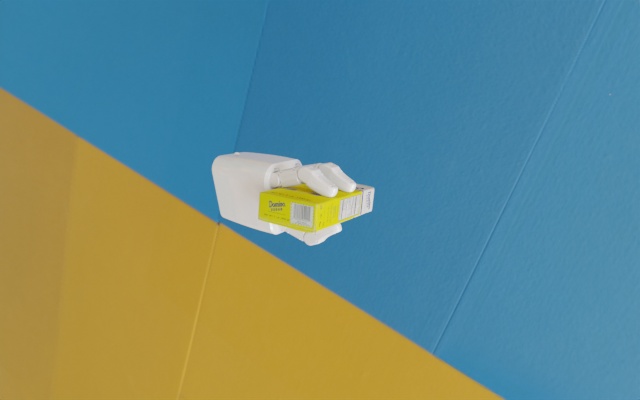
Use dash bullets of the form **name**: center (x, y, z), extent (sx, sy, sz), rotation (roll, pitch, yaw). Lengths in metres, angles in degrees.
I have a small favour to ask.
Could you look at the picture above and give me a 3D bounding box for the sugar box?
- **sugar box**: center (0.000, 0.002, 0.693), extent (0.093, 0.048, 0.176), rotation (12, 17, 28)
